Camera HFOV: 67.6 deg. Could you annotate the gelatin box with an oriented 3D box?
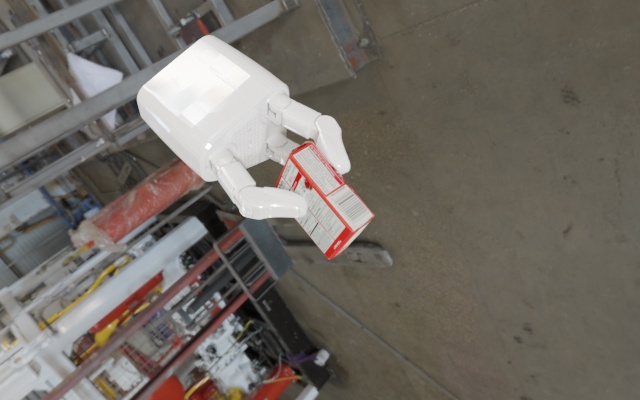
[{"bbox_3d":[0.000,0.002,0.431,0.030,0.089,0.073,-34,-12,-28],"label":"gelatin box"}]
